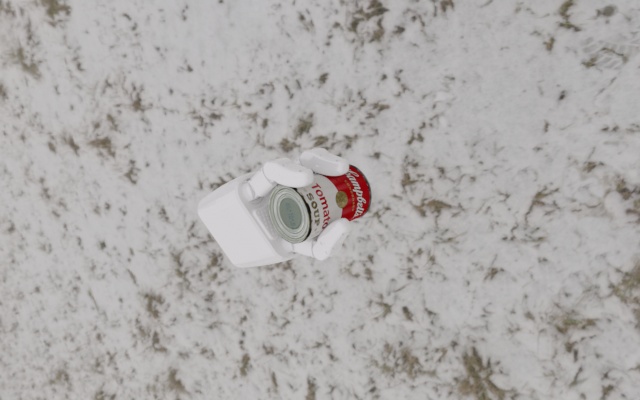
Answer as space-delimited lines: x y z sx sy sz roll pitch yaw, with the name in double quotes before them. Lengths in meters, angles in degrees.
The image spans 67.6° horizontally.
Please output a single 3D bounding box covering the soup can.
"soup can" 0.000 0.002 0.537 0.068 0.068 0.102 0 15 46
